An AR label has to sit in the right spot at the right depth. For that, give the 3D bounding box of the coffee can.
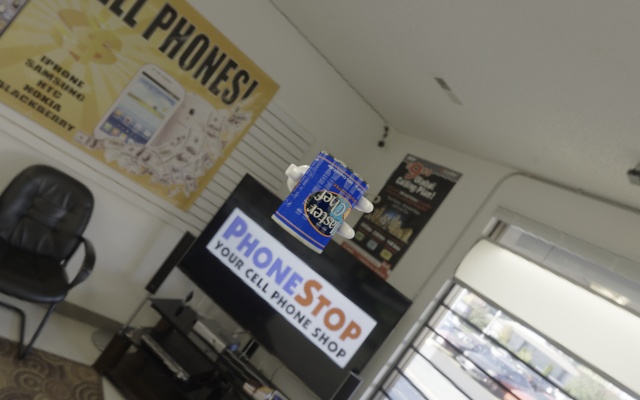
[{"bbox_3d":[0.000,0.003,0.800,0.103,0.140,0.103,37,-1,1],"label":"coffee can"}]
